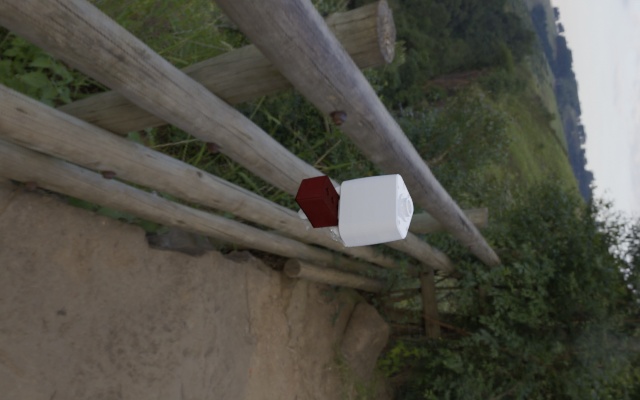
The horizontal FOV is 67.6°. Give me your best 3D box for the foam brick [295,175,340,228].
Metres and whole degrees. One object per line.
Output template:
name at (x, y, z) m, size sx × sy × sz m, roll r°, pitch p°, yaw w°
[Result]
foam brick at (0.000, 0.003, 0.829) m, size 0.051 × 0.053 × 0.078 m, roll -9°, pitch -45°, yaw 26°
